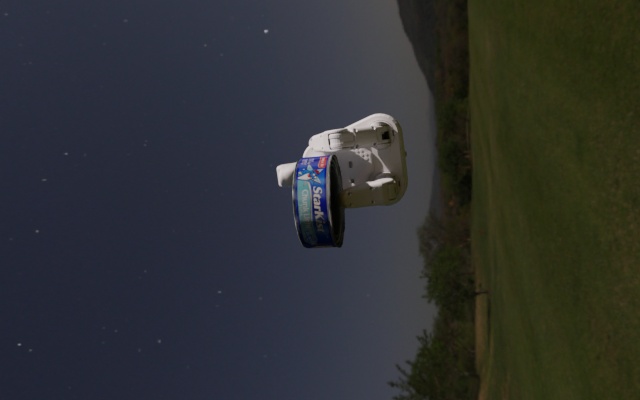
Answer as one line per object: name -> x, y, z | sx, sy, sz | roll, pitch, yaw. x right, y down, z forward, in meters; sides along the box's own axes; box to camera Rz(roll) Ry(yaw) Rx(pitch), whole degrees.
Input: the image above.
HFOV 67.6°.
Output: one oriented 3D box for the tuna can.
tuna can -> -0.001, 0.001, 0.441 | 0.034, 0.086, 0.086 | -4, -1, 10
